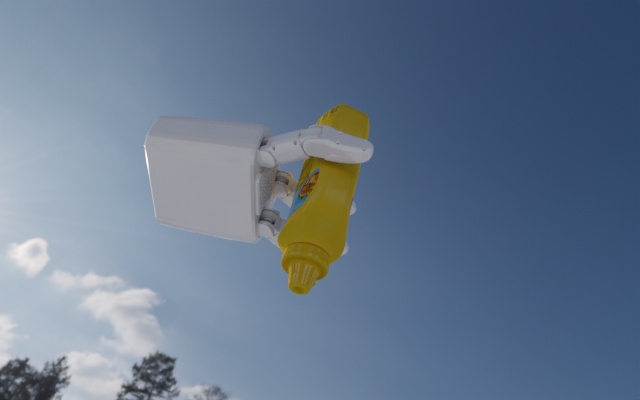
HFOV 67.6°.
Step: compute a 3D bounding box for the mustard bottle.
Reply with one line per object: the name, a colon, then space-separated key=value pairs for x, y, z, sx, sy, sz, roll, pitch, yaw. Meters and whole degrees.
mustard bottle: x=0.000 y=0.001 z=0.448 sx=0.058 sy=0.191 sz=0.096 roll=24 pitch=-41 yaw=-11
